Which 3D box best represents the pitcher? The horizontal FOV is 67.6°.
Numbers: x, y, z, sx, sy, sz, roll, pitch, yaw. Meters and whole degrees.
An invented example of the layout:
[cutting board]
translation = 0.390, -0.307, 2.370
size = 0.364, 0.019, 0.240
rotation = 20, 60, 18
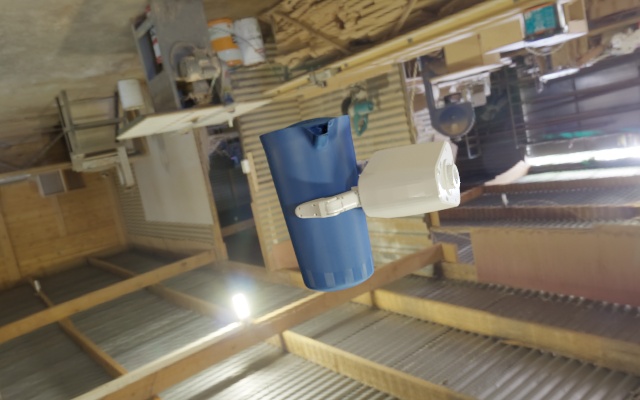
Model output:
[pitcher]
translation = 0.000, 0.002, 0.711
size = 0.145, 0.243, 0.149
rotation = -9, 8, 29
